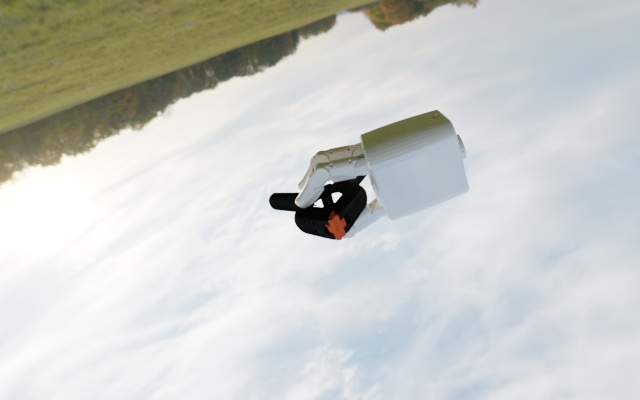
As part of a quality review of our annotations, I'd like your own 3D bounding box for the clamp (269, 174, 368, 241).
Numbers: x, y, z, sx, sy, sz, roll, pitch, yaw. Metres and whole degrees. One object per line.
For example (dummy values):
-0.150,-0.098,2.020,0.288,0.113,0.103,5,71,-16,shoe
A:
0.001,0.003,0.619,0.164,0.036,0.210,-22,19,9,clamp
